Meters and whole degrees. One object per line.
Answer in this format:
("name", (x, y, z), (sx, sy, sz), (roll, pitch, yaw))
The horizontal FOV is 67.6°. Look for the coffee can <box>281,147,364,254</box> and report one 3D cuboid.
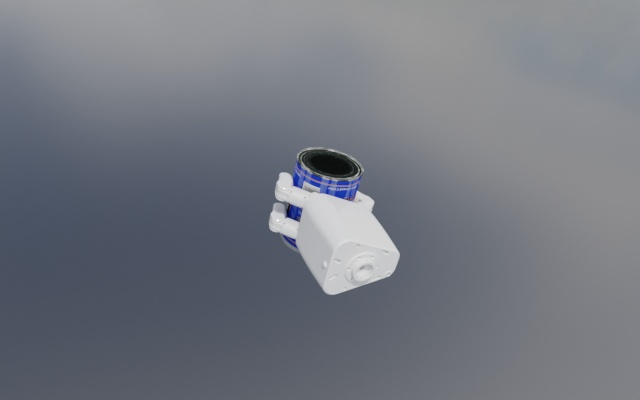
("coffee can", (0.000, 0.002, 0.744), (0.103, 0.140, 0.102), (11, 30, -6))
